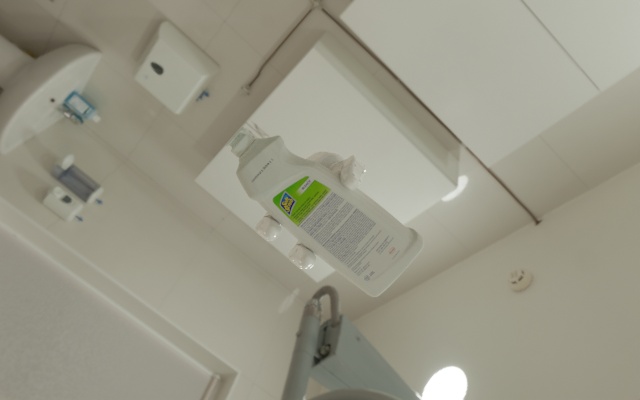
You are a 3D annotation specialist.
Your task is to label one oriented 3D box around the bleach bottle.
[{"bbox_3d":[0.000,0.002,0.566,0.251,0.102,0.068,41,1,-13],"label":"bleach bottle"}]
